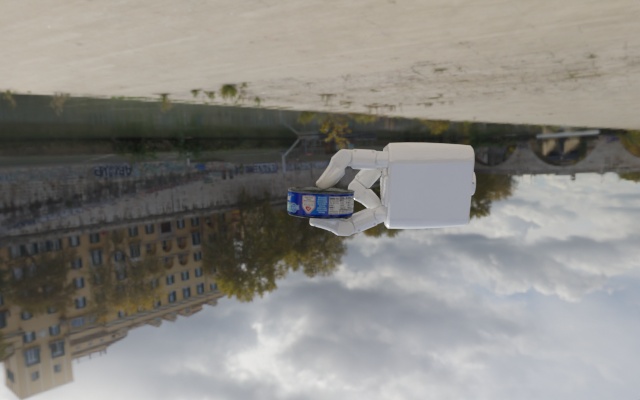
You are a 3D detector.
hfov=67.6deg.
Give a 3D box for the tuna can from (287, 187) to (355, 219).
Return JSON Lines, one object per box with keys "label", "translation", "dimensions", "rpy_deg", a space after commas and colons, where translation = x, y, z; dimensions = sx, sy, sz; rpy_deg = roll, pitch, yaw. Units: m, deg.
{"label": "tuna can", "translation": [0.000, 0.003, 0.611], "dimensions": [0.086, 0.034, 0.086], "rpy_deg": [2, 5, 0]}
